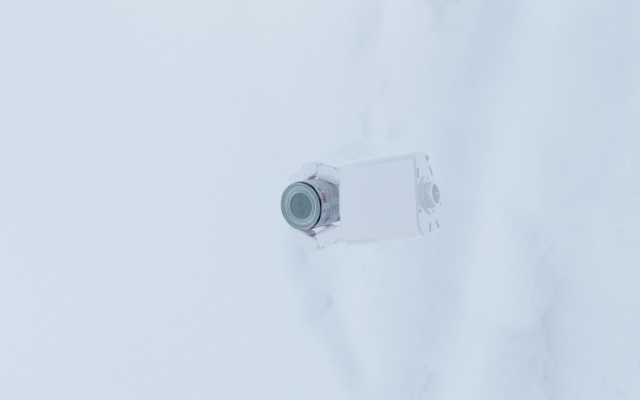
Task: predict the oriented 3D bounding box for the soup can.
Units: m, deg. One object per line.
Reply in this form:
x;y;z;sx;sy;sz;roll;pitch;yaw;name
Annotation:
0.000;0.002;0.672;0.068;0.068;0.102;0;7;33;soup can
